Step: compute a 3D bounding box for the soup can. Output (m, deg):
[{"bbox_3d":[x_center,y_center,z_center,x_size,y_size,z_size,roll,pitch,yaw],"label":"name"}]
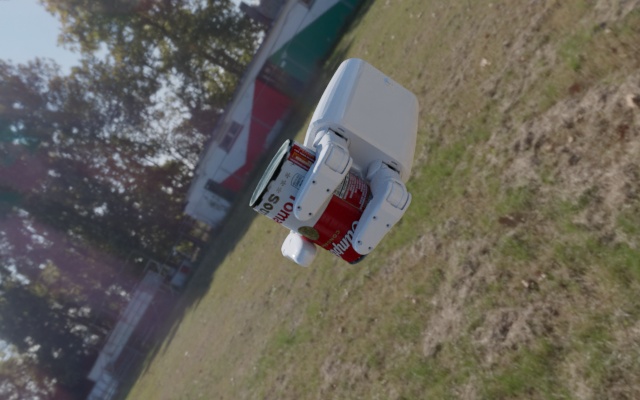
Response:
[{"bbox_3d":[0.000,0.002,0.407,0.102,0.068,0.068,30,-7,-13],"label":"soup can"}]
